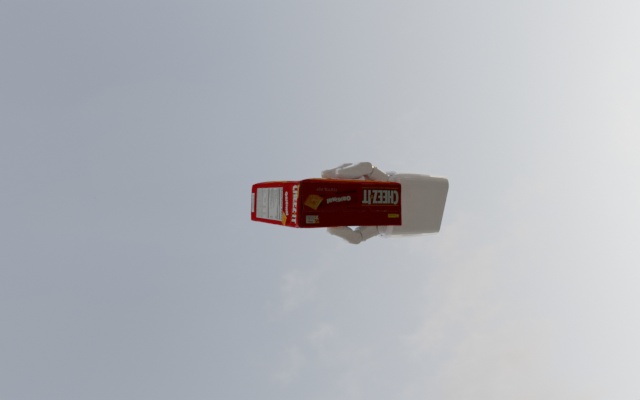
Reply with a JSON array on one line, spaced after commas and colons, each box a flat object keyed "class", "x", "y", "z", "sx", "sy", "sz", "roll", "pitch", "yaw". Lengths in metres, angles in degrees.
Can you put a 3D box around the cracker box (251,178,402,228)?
[{"class": "cracker box", "x": 0.000, "y": 0.003, "z": 0.748, "sx": 0.164, "sy": 0.072, "sz": 0.213, "roll": 0, "pitch": 0, "yaw": -25}]
